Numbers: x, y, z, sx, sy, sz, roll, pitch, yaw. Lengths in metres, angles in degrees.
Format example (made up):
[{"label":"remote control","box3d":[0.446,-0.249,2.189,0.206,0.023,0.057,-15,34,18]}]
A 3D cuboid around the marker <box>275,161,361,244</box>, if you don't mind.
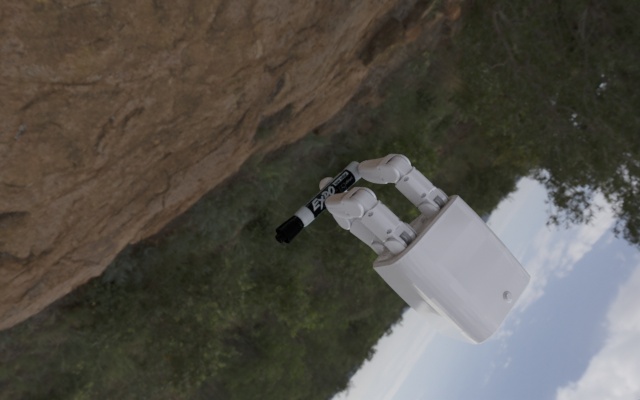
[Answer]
[{"label":"marker","box3d":[0.000,0.002,0.480,0.121,0.020,0.020,-42,22,-27]}]
